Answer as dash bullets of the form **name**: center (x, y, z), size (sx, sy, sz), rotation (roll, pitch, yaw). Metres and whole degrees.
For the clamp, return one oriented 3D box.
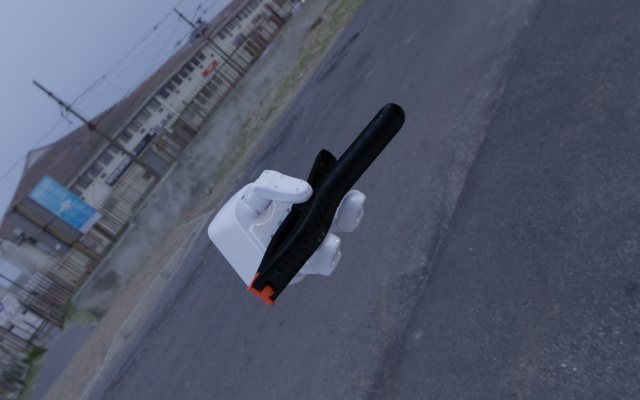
- **clamp**: center (-0.001, 0.002, 0.460), size (0.036, 0.210, 0.164), rotation (36, -30, -12)
